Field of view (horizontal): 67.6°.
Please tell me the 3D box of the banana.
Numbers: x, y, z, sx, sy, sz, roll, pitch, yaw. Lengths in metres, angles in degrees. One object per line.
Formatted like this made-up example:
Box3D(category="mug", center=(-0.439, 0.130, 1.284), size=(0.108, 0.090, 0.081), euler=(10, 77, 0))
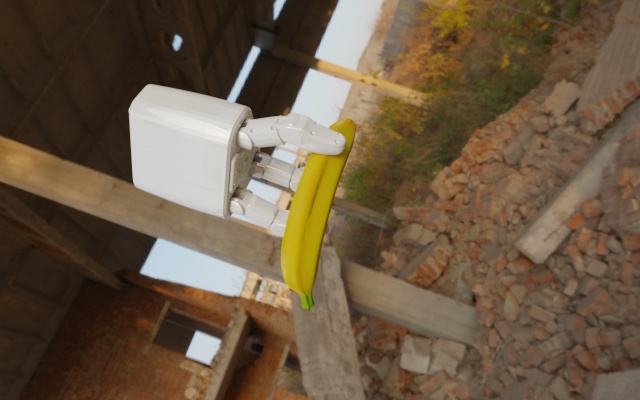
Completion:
Box3D(category="banana", center=(-0.003, 0.000, 0.449), size=(0.037, 0.197, 0.070), euler=(13, -14, 11))
